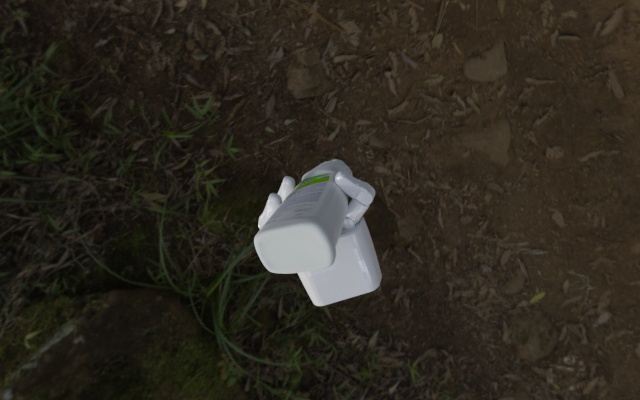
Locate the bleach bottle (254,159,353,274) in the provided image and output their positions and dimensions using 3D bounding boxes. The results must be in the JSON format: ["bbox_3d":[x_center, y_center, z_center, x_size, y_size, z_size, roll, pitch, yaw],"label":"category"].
[{"bbox_3d":[0.000,0.002,0.669,0.102,0.068,0.250,-11,24,23],"label":"bleach bottle"}]
